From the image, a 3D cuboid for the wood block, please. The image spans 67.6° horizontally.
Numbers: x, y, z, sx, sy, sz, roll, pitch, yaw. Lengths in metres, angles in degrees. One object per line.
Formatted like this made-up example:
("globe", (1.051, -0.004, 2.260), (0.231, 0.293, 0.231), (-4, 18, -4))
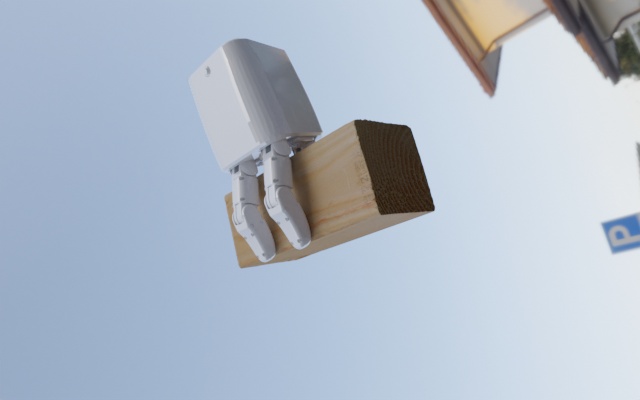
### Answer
("wood block", (0.000, 0.001, 0.499), (0.091, 0.090, 0.206), (-4, -15, -45))
